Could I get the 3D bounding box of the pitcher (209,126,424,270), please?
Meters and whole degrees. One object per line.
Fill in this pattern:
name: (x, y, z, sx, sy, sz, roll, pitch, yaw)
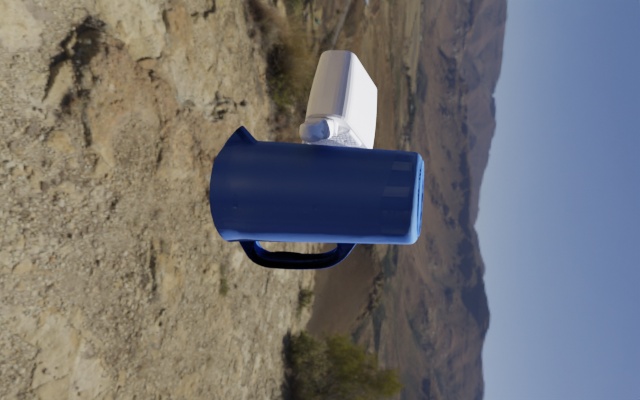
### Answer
pitcher: (0.000, 0.002, 0.587, 0.243, 0.145, 0.149, 3, -24, 15)
